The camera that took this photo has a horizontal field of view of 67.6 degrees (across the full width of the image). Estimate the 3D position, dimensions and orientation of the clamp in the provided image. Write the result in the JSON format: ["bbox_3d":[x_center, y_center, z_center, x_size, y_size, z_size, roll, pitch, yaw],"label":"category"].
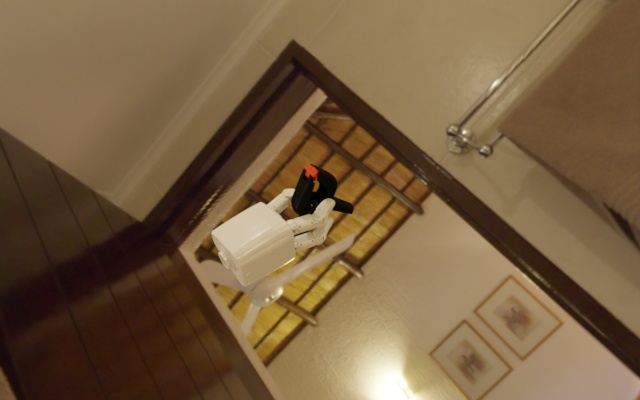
[{"bbox_3d":[-0.001,0.002,0.877,0.164,0.210,0.036,-32,58,-24],"label":"clamp"}]
